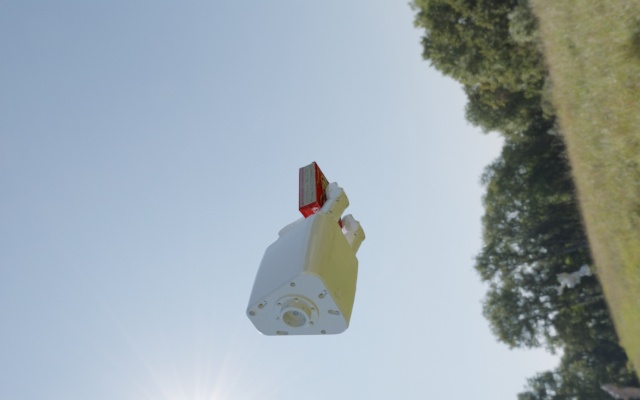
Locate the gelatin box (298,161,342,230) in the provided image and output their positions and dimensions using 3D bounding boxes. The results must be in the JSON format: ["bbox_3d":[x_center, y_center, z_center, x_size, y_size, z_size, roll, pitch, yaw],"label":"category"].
[{"bbox_3d":[0.000,0.002,0.649,0.030,0.089,0.073,-23,-52,16],"label":"gelatin box"}]
